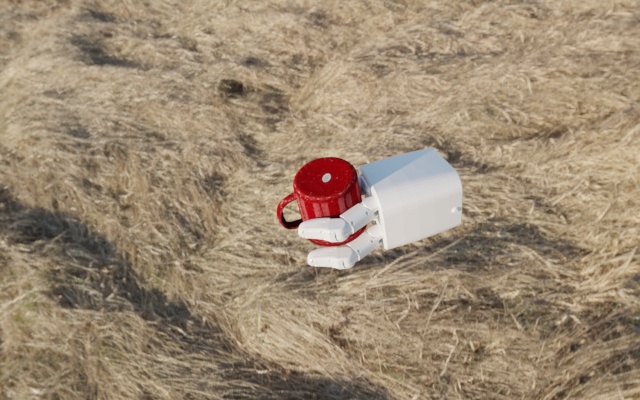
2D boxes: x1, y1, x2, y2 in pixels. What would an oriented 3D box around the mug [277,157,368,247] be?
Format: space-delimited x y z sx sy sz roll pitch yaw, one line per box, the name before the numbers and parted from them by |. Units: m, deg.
mug | -0.001 0.002 0.611 0.117 0.082 0.093 -17 44 -3
